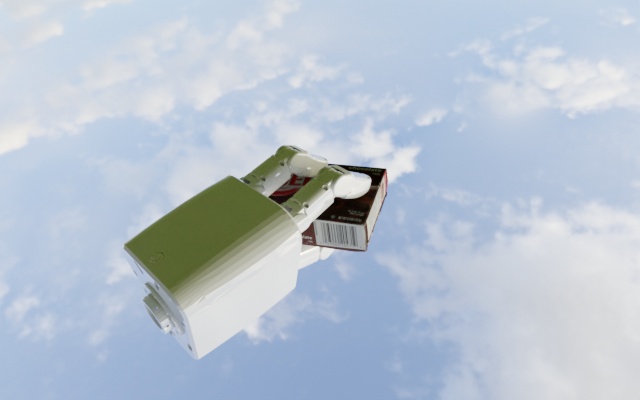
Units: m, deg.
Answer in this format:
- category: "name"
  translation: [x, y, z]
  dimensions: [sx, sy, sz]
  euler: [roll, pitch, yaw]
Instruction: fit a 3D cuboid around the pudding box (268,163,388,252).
- category: "pudding box"
  translation: [0.000, 0.002, 0.456]
  dimensions: [0.113, 0.039, 0.090]
  euler: [8, 40, 16]
